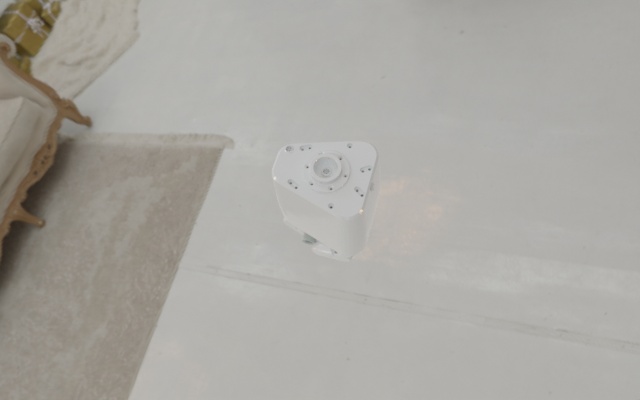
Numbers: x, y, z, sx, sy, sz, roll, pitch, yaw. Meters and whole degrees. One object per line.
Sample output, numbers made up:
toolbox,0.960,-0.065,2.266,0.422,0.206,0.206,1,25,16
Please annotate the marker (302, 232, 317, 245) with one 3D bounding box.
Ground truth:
marker,0.000,0.002,0.653,0.020,0.121,0.020,14,-22,6
